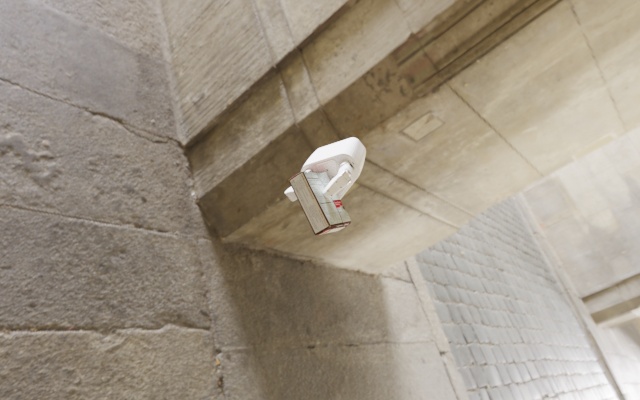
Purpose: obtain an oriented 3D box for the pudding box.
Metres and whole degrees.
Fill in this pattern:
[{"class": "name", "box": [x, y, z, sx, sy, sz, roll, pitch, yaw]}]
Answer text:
[{"class": "pudding box", "box": [0.000, 0.003, 0.857, 0.039, 0.113, 0.090, -34, -13, 26]}]
